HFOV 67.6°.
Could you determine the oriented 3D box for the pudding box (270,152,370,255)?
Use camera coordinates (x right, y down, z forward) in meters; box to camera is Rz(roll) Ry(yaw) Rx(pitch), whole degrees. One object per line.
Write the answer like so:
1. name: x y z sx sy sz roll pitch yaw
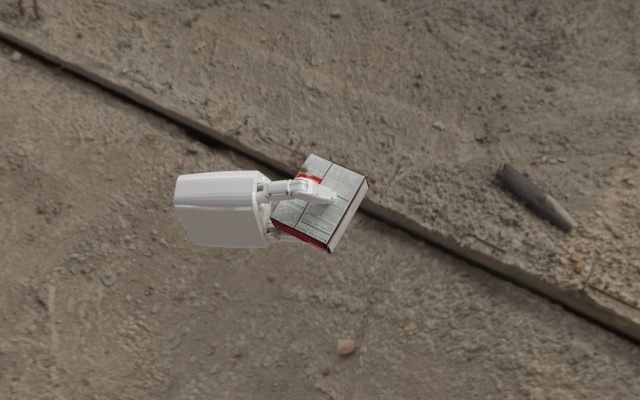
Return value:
1. pudding box: 0.000 0.002 0.632 0.090 0.113 0.039 25 -17 19
